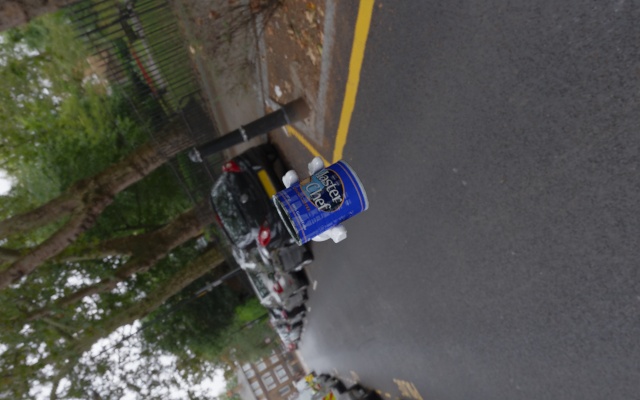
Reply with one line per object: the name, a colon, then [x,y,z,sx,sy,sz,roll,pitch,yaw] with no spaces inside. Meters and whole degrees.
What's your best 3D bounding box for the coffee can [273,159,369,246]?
coffee can: [0.000,0.003,0.852,0.140,0.103,0.103,-28,6,-11]
